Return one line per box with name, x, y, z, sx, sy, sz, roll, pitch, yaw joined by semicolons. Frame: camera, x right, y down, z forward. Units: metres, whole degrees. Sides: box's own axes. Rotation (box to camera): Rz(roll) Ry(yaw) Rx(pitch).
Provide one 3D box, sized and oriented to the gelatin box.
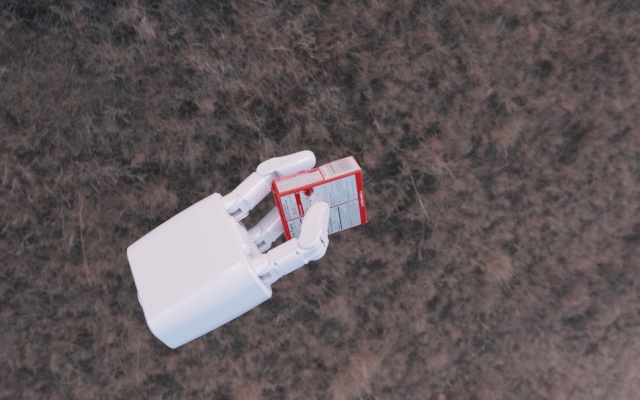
gelatin box;0.001;0.002;0.490;0.089;0.073;0.030;-17;41;-7
